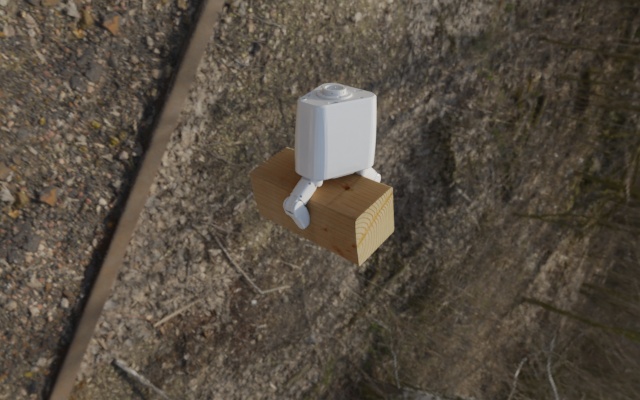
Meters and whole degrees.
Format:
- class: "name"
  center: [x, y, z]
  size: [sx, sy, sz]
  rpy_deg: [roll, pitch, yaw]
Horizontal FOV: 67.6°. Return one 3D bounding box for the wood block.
- class: "wood block"
  center: [0.000, 0.002, 0.730]
  size: [0.206, 0.090, 0.090]
  rpy_deg: [24, 49, 34]
